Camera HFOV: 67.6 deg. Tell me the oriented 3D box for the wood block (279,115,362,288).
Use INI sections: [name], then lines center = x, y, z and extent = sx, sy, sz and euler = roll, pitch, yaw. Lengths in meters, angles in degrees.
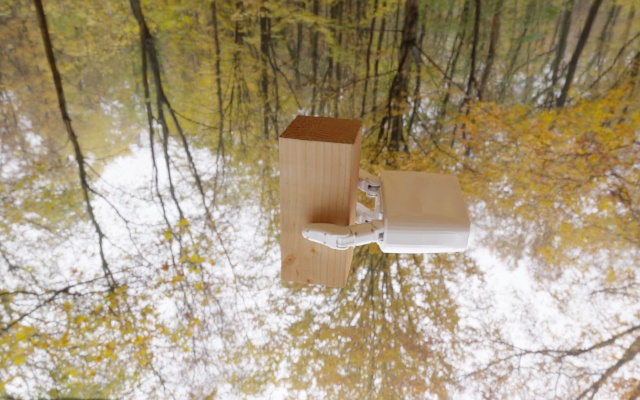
[wood block]
center = 0.000, 0.002, 0.631
extent = 0.090, 0.206, 0.090
euler = 6, 28, 9
